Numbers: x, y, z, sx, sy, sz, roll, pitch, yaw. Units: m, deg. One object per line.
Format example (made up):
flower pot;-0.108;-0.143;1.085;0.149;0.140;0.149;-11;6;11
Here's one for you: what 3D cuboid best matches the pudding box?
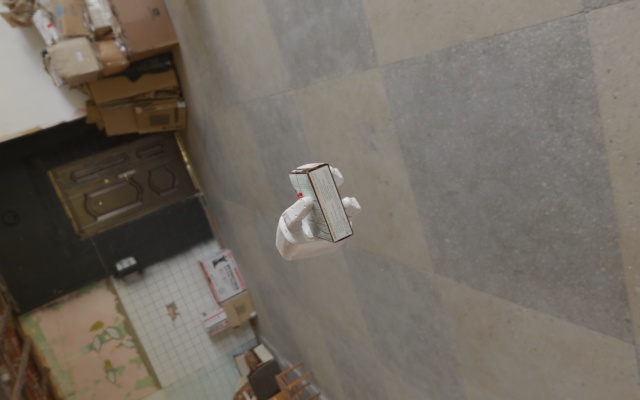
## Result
pudding box;0.000;0.002;0.706;0.039;0.113;0.090;-26;11;-18
